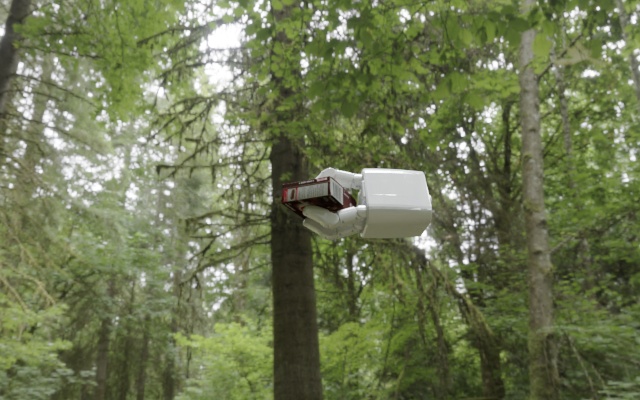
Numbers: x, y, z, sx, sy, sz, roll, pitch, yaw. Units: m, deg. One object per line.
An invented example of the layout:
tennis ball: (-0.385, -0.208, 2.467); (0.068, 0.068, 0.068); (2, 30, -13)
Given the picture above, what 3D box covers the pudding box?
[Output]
pudding box: (0.000, 0.002, 0.796); (0.090, 0.039, 0.113); (-10, -27, 24)
